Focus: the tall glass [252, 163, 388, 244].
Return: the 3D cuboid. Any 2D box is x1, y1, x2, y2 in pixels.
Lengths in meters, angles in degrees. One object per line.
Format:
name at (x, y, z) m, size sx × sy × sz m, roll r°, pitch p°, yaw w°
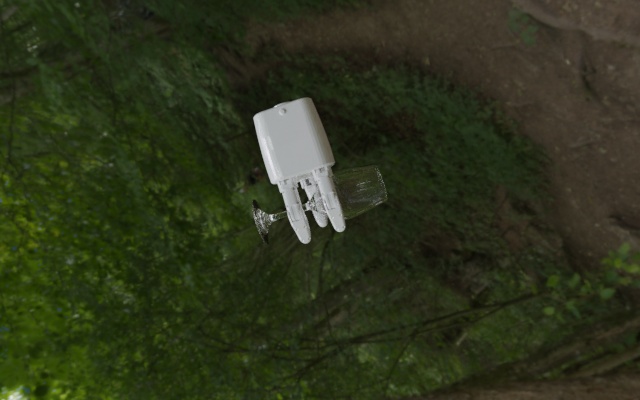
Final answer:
tall glass at (0.000, 0.003, 0.743) m, size 0.201 × 0.079 × 0.079 m, roll -18°, pitch -1°, yaw 3°
